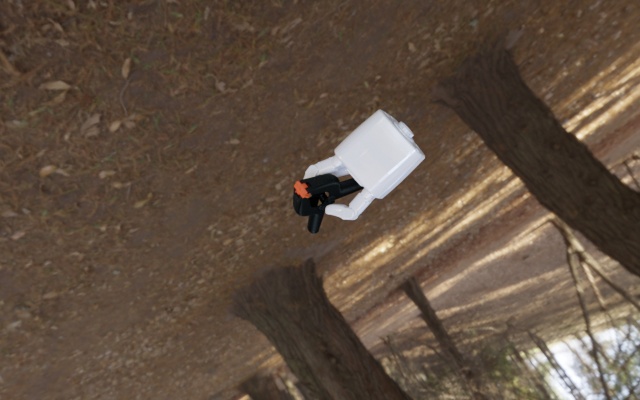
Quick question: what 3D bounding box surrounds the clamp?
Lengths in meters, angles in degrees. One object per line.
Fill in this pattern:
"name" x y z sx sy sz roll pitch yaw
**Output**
"clamp" 0.001 0.003 0.868 0.164 0.036 0.210 -46 -22 18
